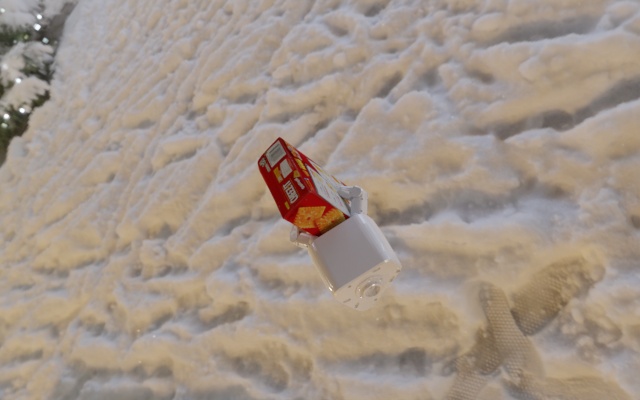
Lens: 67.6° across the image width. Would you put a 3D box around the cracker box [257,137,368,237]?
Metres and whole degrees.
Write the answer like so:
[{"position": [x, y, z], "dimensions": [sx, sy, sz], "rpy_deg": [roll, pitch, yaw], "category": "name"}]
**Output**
[{"position": [0.000, 0.003, 0.844], "dimensions": [0.214, 0.072, 0.164], "rpy_deg": [34, 18, -42], "category": "cracker box"}]
